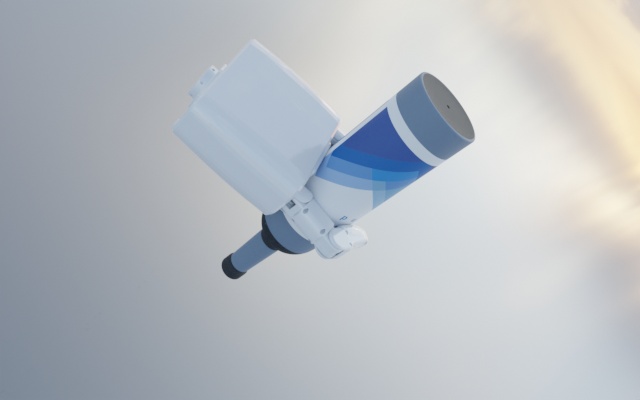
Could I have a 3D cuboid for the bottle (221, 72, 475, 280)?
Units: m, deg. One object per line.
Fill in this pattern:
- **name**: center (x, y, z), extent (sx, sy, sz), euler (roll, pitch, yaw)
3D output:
- **bottle**: center (0.000, 0.001, 0.446), extent (0.296, 0.069, 0.069), euler (-37, -23, 34)
